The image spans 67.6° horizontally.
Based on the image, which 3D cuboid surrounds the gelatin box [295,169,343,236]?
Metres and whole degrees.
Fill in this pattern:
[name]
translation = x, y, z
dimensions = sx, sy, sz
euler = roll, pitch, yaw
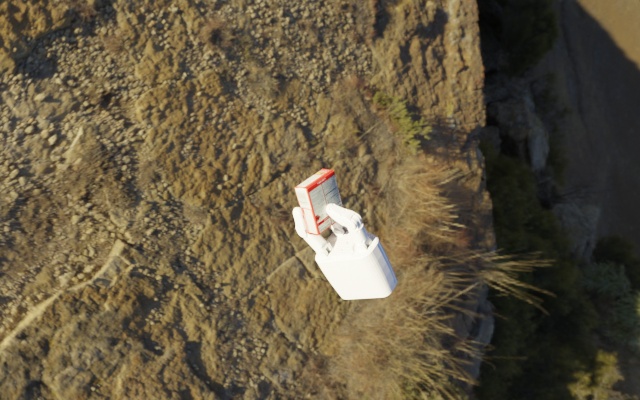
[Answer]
[gelatin box]
translation = 0.000, 0.002, 0.792
dimensions = 0.030, 0.089, 0.073
euler = 8, 33, 41
